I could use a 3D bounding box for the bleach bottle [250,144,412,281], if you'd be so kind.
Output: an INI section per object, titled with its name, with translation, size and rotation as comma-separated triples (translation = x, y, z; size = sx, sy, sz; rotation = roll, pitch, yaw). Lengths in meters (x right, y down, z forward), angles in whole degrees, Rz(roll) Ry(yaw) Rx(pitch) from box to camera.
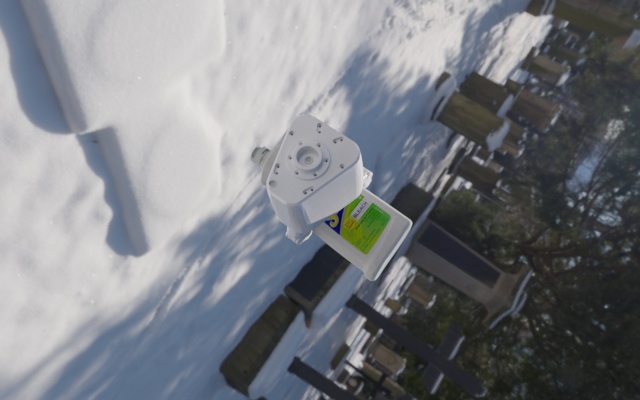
[bleach bottle]
translation = 0.000, 0.002, 0.683
size = 0.251, 0.102, 0.068
rotation = 34, -12, 14
